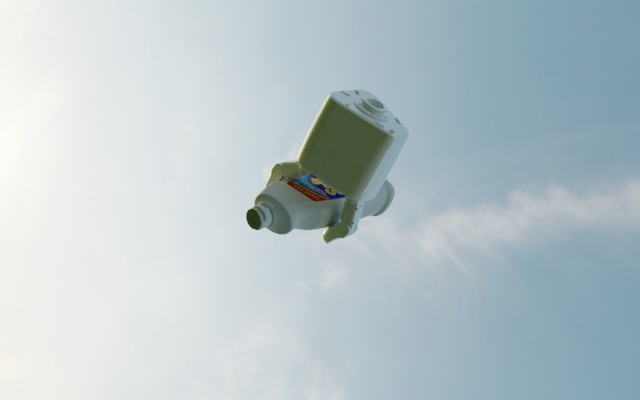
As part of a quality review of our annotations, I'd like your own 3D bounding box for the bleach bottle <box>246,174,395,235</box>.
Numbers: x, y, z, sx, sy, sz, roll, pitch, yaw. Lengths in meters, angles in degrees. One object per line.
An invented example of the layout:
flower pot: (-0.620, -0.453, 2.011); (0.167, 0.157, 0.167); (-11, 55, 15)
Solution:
bleach bottle: (0.000, 0.002, 0.694); (0.102, 0.068, 0.251); (43, 36, 23)
